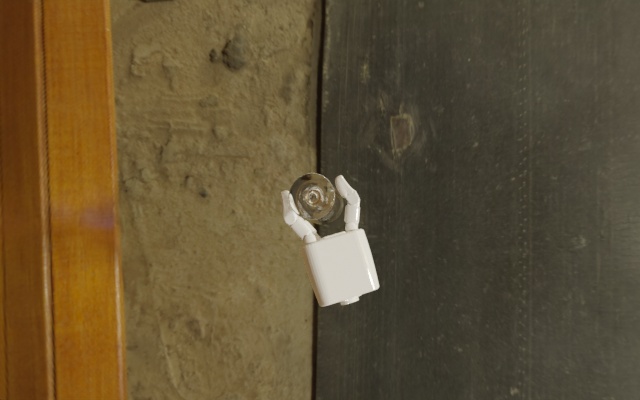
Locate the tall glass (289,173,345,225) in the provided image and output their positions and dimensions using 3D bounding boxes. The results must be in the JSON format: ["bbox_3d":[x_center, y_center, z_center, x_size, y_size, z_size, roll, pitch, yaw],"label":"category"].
[{"bbox_3d":[0.000,0.003,0.848,0.079,0.079,0.201,0,-5,8],"label":"tall glass"}]
